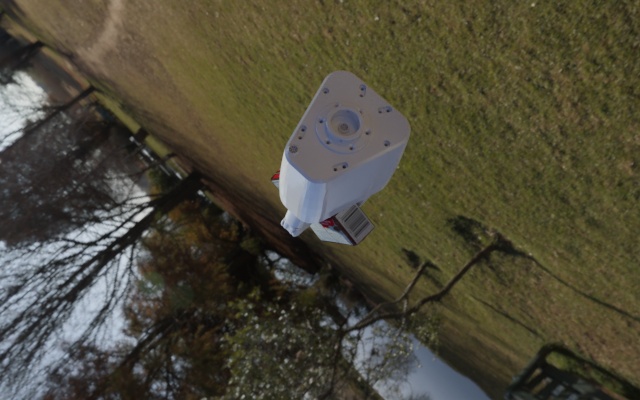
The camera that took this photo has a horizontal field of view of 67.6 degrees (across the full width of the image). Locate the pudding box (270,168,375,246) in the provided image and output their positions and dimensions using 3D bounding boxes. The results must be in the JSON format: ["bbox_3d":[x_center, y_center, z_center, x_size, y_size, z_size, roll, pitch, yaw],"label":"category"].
[{"bbox_3d":[0.000,0.002,0.576,0.039,0.113,0.090,-44,18,-19],"label":"pudding box"}]
